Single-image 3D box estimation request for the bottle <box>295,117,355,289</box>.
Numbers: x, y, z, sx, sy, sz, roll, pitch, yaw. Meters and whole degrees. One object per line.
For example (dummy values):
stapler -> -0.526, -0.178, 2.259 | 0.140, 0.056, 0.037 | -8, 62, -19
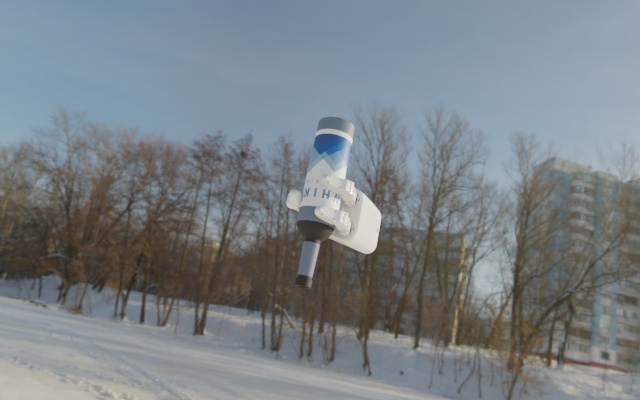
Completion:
bottle -> 0.000, 0.002, 0.817 | 0.069, 0.295, 0.069 | 11, -17, 3
